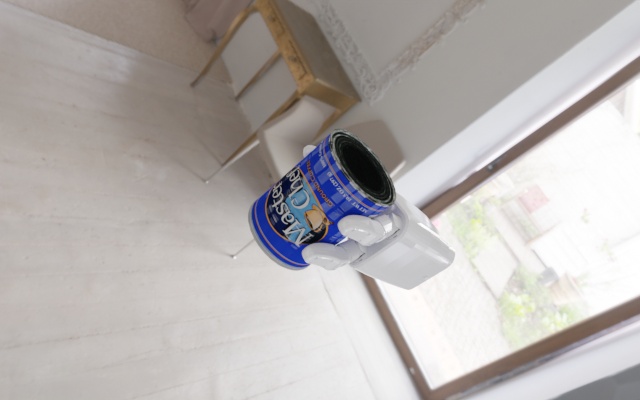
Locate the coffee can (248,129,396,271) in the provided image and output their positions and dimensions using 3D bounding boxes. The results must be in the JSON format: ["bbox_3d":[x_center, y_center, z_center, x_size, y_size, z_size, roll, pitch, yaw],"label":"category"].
[{"bbox_3d":[0.000,0.002,0.547,0.140,0.102,0.103,-39,-21,28],"label":"coffee can"}]
